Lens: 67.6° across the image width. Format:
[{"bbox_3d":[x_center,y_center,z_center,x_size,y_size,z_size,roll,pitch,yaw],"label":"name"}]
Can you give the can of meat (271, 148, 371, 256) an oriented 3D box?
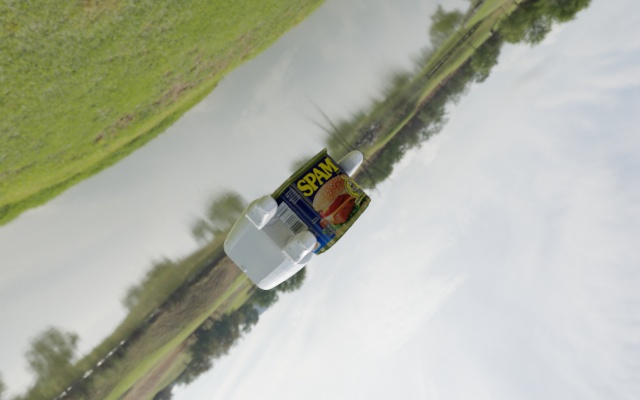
[{"bbox_3d":[0.000,0.002,0.538,0.057,0.084,0.102,-44,0,45],"label":"can of meat"}]
